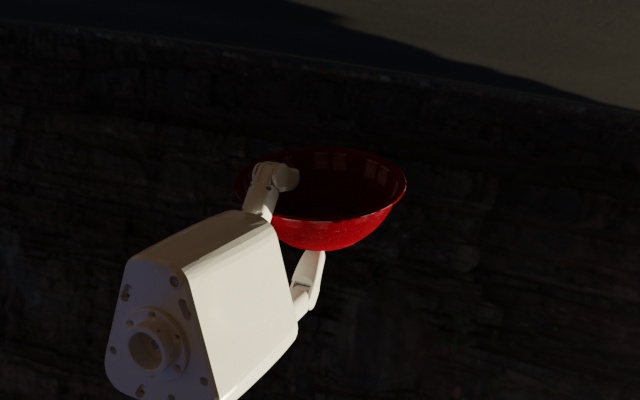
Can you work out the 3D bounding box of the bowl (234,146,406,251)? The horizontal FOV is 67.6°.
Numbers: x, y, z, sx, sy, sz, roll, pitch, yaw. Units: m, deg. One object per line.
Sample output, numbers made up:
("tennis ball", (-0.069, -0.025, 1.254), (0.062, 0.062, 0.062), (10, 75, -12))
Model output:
("bowl", (0.001, 0.001, 0.466), (0.162, 0.055, 0.162), (-1, 29, 1))
